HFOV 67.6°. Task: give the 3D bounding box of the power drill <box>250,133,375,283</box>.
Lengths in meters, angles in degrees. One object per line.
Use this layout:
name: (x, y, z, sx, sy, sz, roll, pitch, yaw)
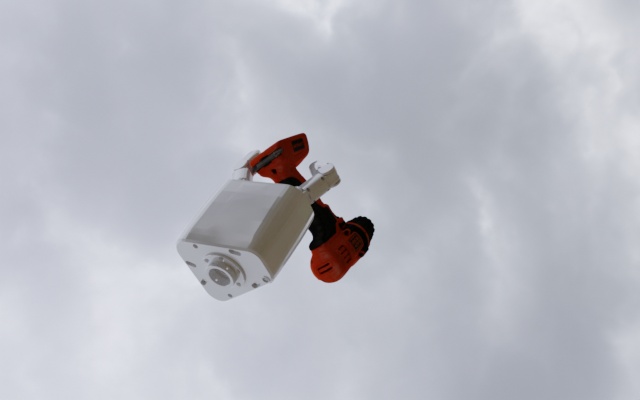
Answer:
power drill: (0.000, 0.002, 0.638, 0.057, 0.187, 0.184, -34, 0, 22)
